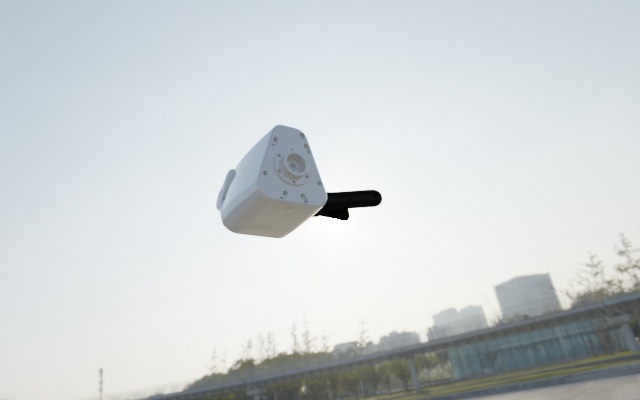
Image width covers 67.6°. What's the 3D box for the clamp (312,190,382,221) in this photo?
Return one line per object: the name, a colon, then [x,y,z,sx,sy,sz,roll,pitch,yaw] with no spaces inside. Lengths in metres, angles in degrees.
clamp: [0.000,0.002,0.690,0.171,0.039,0.120,4,-22,-31]
